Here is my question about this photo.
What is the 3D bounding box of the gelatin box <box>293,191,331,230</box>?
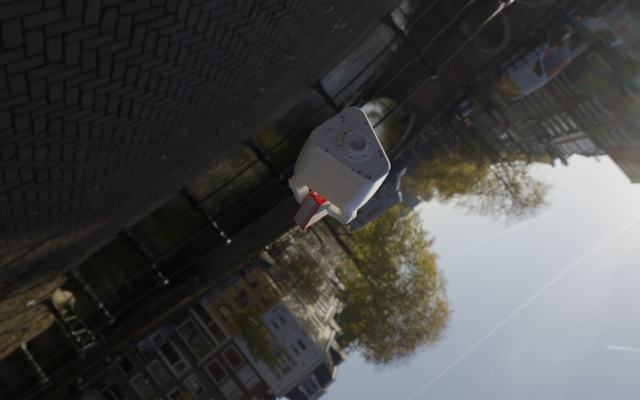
[{"bbox_3d":[0.000,0.003,0.789,0.073,0.030,0.089,-33,-15,-36],"label":"gelatin box"}]
